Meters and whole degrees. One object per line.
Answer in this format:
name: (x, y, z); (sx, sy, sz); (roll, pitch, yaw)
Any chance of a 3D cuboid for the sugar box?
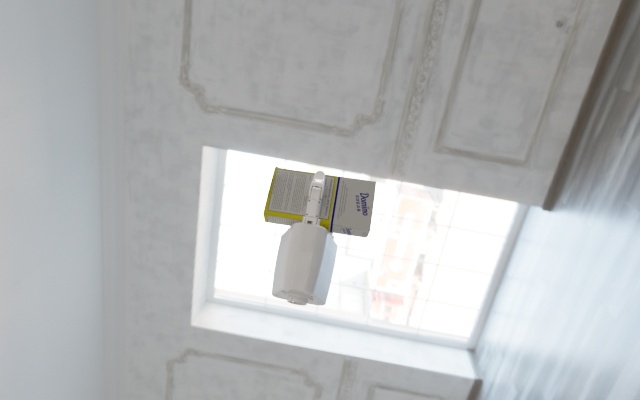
sugar box: (0.000, 0.003, 0.799); (0.176, 0.093, 0.048); (10, -24, 1)
